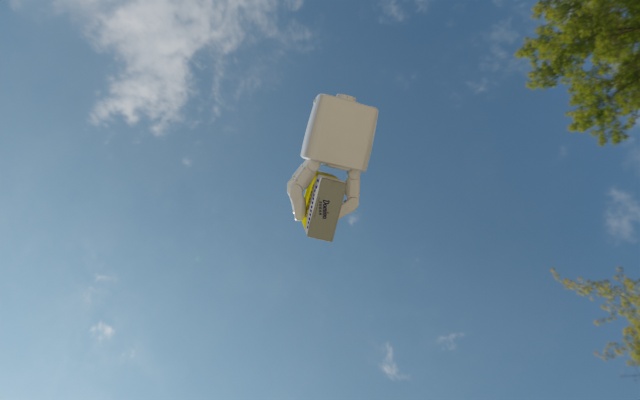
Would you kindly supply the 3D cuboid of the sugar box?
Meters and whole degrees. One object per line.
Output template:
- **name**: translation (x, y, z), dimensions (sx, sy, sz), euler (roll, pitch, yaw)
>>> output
- **sugar box**: translation (0.000, 0.002, 0.782), dimensions (0.048, 0.093, 0.176), euler (14, 5, -5)
